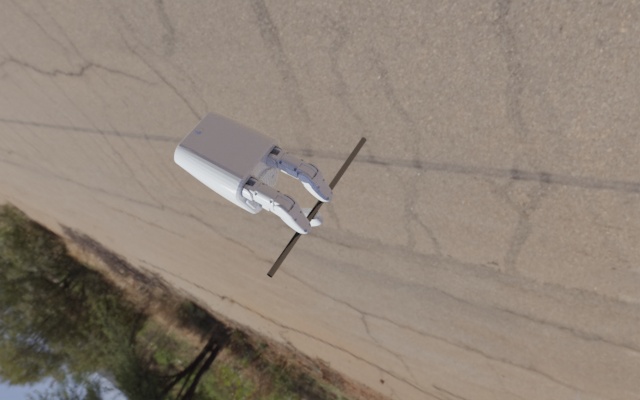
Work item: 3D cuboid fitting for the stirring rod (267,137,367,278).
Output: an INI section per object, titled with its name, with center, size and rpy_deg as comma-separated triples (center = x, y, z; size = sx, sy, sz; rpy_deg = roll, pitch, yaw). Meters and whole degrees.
[stirring rod]
center = 0.000, 0.002, 0.631
size = 0.011, 0.239, 0.011
rpy_deg = 28, -26, 15
